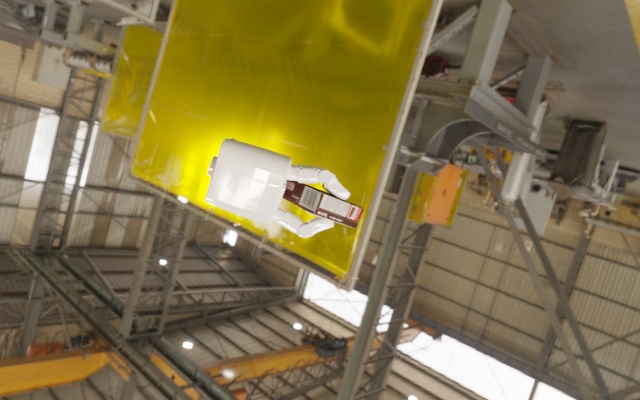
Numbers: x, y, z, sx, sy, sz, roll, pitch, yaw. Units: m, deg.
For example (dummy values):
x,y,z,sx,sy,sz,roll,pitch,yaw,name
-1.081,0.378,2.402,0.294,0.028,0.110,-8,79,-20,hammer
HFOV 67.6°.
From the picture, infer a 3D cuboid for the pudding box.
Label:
x,y,z,sx,sy,sz,roll,pitch,yaw,name
0.000,0.003,0.766,0.090,0.039,0.113,19,5,-36,pudding box
